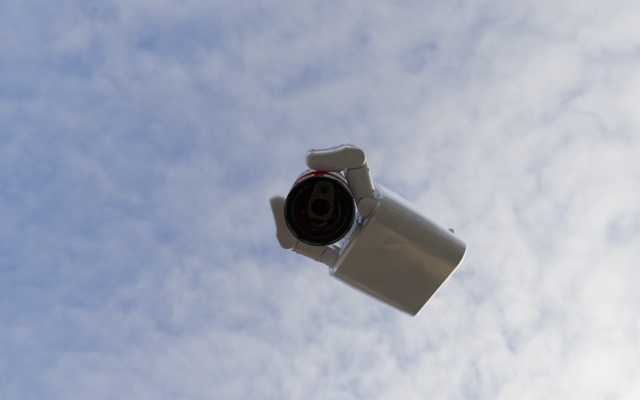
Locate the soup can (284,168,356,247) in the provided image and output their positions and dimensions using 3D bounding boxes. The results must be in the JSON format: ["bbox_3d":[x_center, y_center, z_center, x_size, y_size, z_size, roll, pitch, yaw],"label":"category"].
[{"bbox_3d":[0.000,0.001,0.496,0.068,0.068,0.102,0,10,1],"label":"soup can"}]
